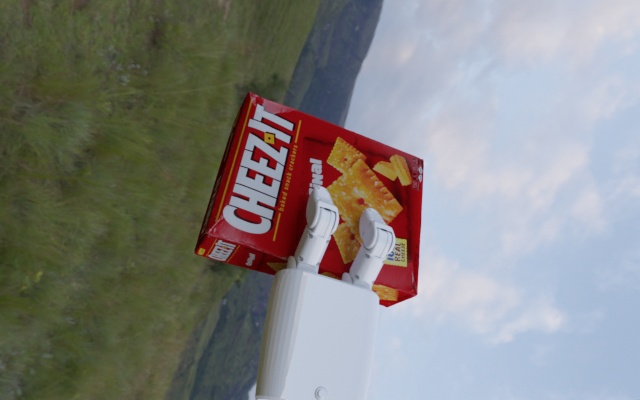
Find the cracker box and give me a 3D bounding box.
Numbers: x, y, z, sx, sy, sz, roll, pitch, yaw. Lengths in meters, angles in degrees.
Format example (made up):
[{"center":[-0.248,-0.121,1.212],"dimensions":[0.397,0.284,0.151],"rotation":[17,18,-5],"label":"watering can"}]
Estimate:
[{"center":[0.000,0.002,0.495],"dimensions":[0.214,0.164,0.072],"rotation":[19,-29,-16],"label":"cracker box"}]
